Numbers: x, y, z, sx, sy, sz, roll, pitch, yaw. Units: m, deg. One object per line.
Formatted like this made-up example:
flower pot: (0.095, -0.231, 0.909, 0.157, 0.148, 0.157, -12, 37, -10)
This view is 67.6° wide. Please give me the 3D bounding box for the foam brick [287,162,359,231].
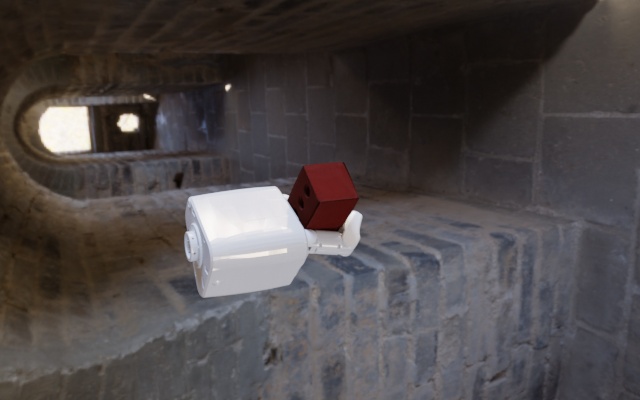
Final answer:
foam brick: (0.000, 0.002, 0.541, 0.051, 0.053, 0.078, -4, -35, -26)
